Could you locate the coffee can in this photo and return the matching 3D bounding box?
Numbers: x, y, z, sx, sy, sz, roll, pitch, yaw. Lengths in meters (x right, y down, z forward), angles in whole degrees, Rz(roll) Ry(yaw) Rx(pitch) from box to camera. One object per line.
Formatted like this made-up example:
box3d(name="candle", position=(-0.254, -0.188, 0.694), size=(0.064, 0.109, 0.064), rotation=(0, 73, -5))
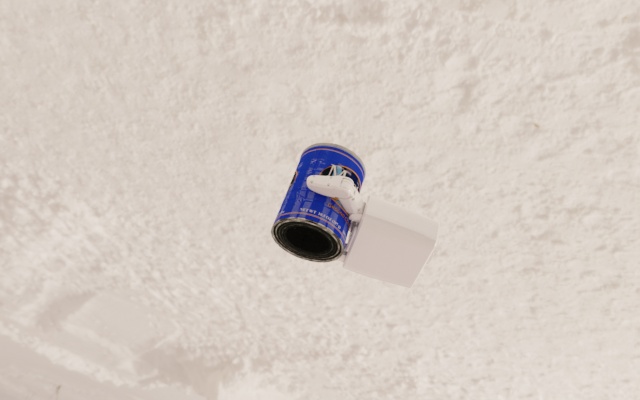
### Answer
box3d(name="coffee can", position=(0.000, 0.002, 0.683), size=(0.103, 0.140, 0.103), rotation=(13, -35, 9))
